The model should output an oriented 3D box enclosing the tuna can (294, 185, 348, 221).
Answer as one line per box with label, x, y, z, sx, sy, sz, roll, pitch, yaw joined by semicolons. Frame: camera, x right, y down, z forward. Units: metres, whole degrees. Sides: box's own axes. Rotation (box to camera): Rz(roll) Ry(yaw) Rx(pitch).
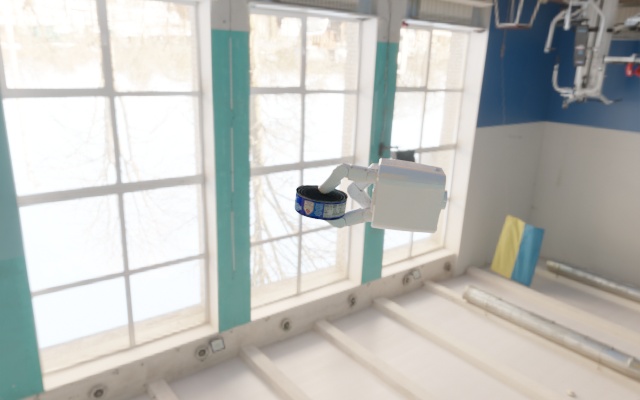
tuna can;0.000;0.003;0.775;0.086;0.034;0.086;7;18;-2
